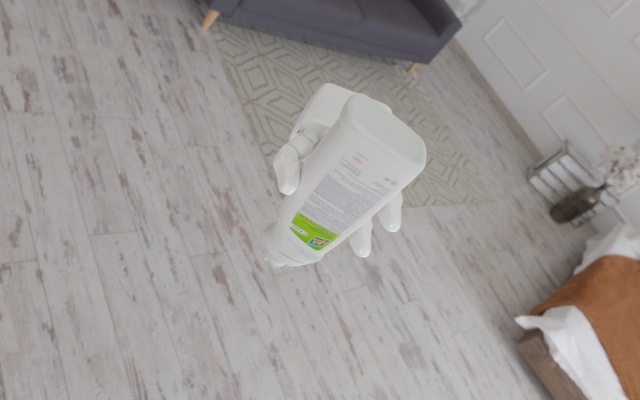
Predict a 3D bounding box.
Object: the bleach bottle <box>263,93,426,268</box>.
[{"bbox_3d":[0.000,0.002,0.540,0.102,0.068,0.251,34,-50,-13],"label":"bleach bottle"}]
